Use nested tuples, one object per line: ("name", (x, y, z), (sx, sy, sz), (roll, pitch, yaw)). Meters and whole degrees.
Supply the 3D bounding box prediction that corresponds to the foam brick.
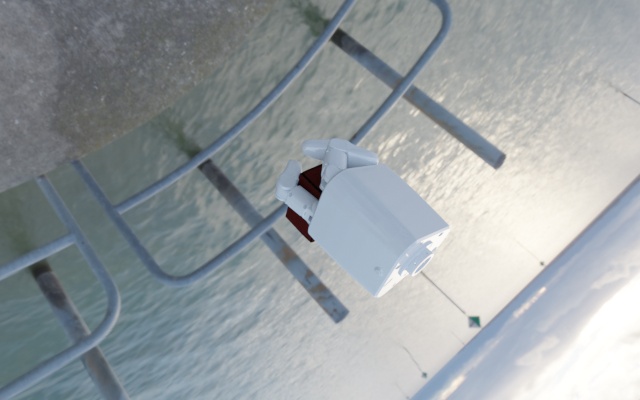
("foam brick", (0.000, 0.002, 0.573), (0.053, 0.078, 0.051), (-27, 61, -39))
